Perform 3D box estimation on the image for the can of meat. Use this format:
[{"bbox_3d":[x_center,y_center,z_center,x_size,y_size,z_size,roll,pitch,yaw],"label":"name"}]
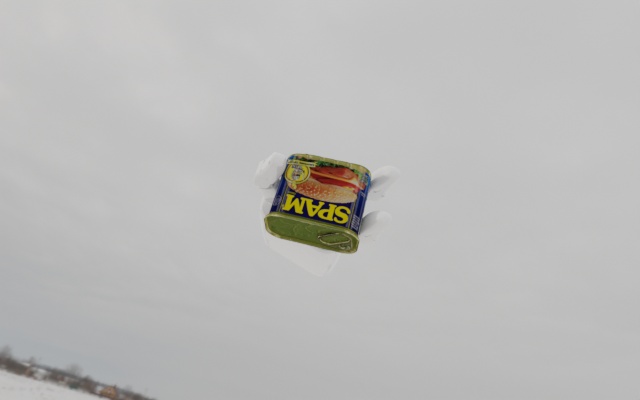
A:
[{"bbox_3d":[0.000,0.001,0.518,0.102,0.084,0.057,13,-27,6],"label":"can of meat"}]
